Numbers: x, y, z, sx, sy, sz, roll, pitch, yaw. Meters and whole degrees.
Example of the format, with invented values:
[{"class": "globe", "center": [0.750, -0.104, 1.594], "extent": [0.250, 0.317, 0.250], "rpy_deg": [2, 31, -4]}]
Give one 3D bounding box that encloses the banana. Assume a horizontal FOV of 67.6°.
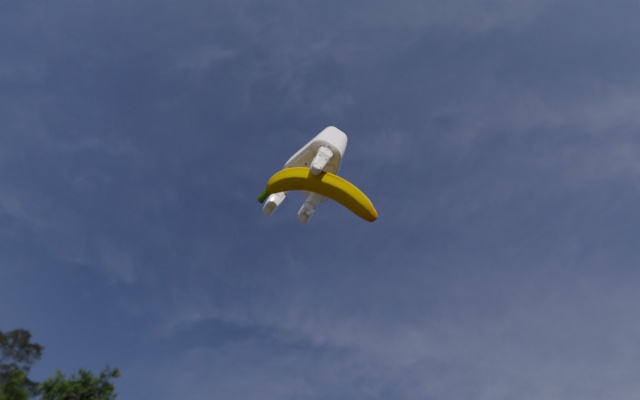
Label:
[{"class": "banana", "center": [-0.001, -0.015, 0.771], "extent": [0.198, 0.070, 0.037], "rpy_deg": [10, 21, 7]}]
